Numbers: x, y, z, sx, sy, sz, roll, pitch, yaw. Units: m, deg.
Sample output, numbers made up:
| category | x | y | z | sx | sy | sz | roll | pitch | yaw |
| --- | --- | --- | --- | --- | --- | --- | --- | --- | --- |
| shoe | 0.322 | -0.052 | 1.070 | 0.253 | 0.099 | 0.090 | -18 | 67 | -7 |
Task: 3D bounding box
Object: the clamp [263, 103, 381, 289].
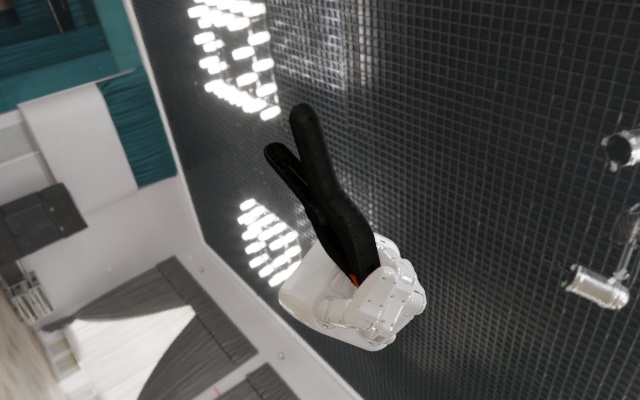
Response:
| category | x | y | z | sx | sy | sz | roll | pitch | yaw |
| --- | --- | --- | --- | --- | --- | --- | --- | --- | --- |
| clamp | 0.001 | 0.001 | 0.442 | 0.039 | 0.171 | 0.120 | -26 | 7 | -16 |
